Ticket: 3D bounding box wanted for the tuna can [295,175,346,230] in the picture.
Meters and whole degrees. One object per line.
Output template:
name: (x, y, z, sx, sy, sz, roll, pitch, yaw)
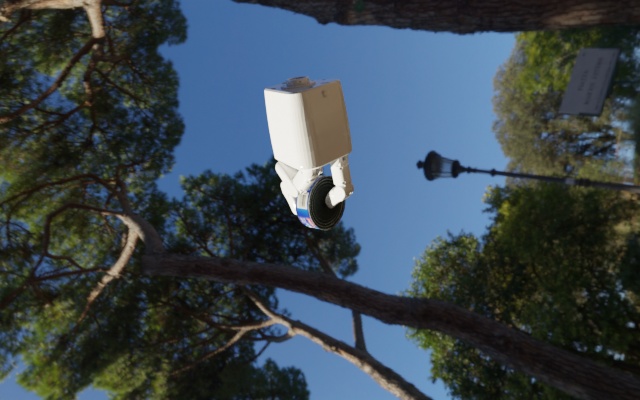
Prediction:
tuna can: (0.000, 0.002, 0.758, 0.034, 0.086, 0.086, 8, 5, 42)
